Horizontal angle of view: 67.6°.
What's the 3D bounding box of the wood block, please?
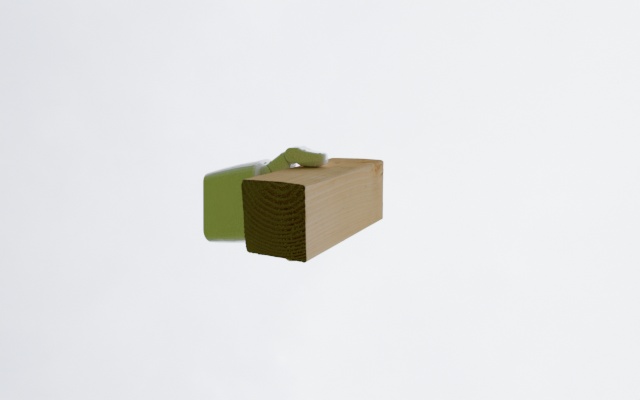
[{"bbox_3d":[0.000,0.002,0.622,0.090,0.091,0.206,6,15,31],"label":"wood block"}]
